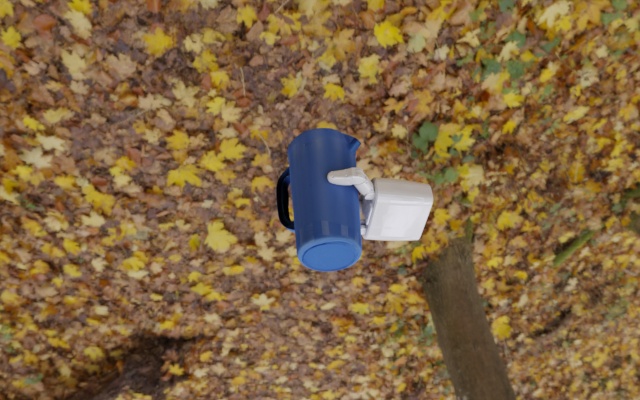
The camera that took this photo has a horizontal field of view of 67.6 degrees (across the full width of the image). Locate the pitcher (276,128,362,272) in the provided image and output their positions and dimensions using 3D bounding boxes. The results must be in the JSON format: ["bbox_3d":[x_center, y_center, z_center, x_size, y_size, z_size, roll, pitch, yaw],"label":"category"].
[{"bbox_3d":[0.000,0.003,0.856,0.145,0.242,0.149,5,-38,-11],"label":"pitcher"}]
